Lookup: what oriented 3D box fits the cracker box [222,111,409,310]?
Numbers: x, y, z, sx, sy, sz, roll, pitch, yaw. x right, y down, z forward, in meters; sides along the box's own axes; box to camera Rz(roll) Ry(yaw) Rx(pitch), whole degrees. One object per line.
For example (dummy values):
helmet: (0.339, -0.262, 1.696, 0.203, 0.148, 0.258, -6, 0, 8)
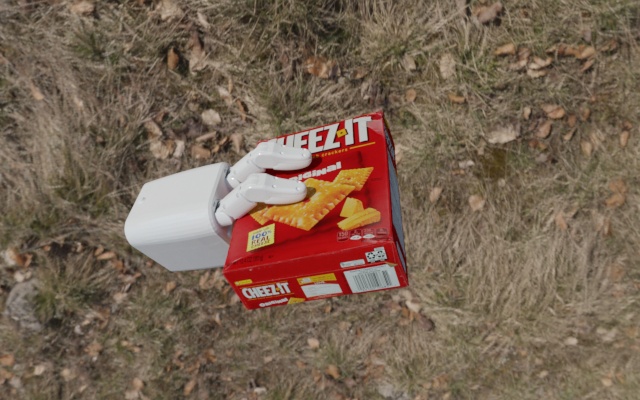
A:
cracker box: (0.000, 0.002, 0.512, 0.164, 0.072, 0.213, -11, 41, 14)
